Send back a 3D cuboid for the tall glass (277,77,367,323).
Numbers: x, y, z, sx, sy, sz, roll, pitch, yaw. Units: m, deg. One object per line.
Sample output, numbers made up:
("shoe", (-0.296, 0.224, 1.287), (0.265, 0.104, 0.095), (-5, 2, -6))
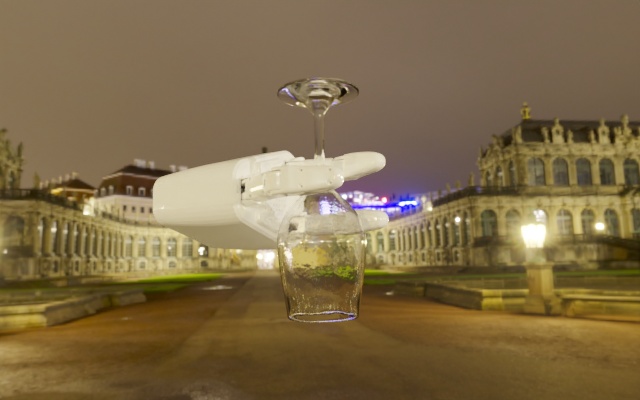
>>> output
("tall glass", (0.000, 0.001, 0.420), (0.079, 0.201, 0.079), (-2, -7, 0))
